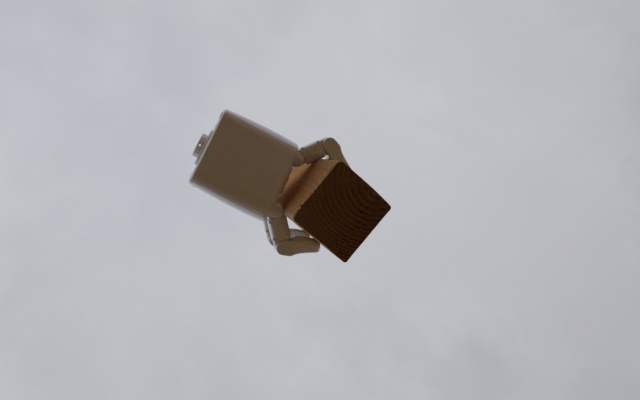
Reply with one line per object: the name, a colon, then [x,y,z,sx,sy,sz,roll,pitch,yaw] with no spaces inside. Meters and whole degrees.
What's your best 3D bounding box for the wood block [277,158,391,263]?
wood block: [0.000,0.002,0.655,0.090,0.091,0.206,41,-4,-16]
